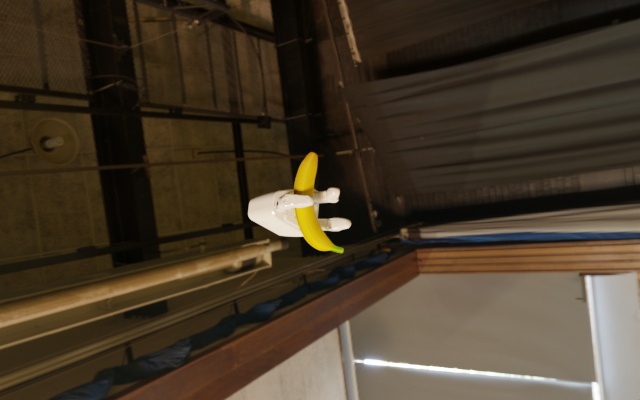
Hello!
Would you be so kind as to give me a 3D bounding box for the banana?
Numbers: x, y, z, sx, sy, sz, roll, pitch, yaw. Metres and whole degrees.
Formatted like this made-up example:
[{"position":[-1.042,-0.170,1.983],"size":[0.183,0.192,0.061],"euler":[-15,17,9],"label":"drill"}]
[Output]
[{"position":[-0.016,0.011,0.891],"size":[0.069,0.198,0.037],"euler":[-15,0,-17],"label":"banana"}]
